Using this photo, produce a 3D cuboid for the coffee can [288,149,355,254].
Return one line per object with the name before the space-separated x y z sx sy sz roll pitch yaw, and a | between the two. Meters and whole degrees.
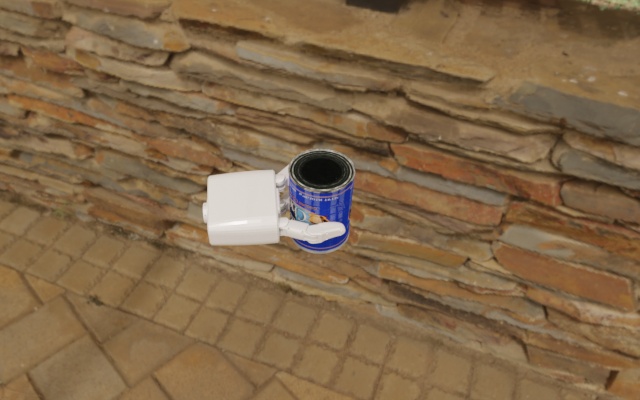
coffee can | 0.000 0.003 0.772 0.103 0.140 0.102 1 44 -1
